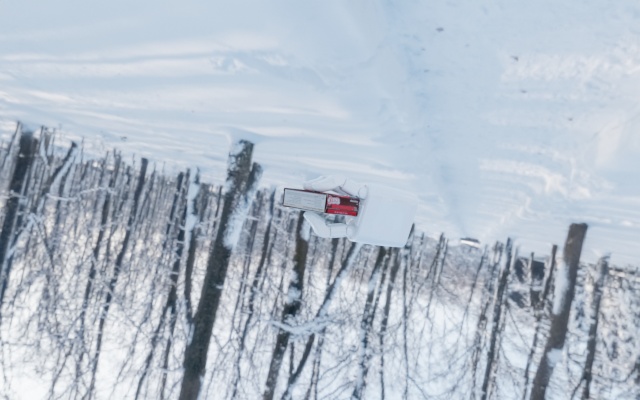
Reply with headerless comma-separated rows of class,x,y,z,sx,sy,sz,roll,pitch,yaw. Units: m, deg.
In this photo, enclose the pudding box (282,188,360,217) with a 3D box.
pudding box,0.000,0.003,0.864,0.113,0.039,0.090,6,-2,43
